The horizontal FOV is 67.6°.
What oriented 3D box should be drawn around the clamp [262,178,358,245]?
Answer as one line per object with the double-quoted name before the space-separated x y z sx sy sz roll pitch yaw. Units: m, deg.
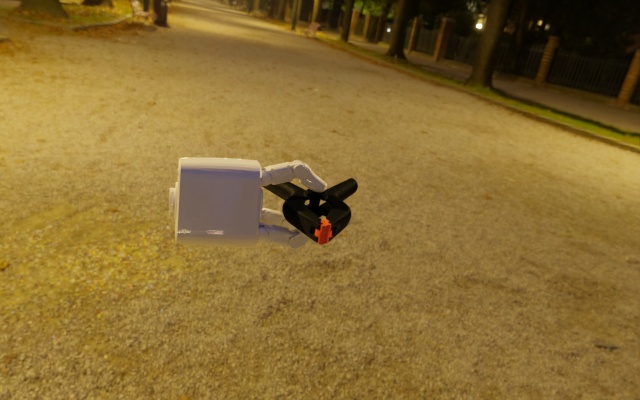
"clamp" 0.000 0.002 0.685 0.164 0.036 0.210 2 22 -17
